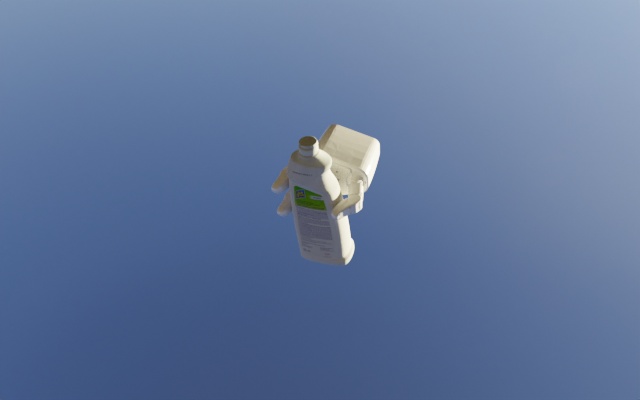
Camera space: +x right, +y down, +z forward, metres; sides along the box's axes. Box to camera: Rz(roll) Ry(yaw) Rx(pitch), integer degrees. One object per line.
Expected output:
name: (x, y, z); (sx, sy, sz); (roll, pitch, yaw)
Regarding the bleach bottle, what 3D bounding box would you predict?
bleach bottle: (0.000, 0.003, 0.816); (0.102, 0.251, 0.068); (7, 44, 16)
